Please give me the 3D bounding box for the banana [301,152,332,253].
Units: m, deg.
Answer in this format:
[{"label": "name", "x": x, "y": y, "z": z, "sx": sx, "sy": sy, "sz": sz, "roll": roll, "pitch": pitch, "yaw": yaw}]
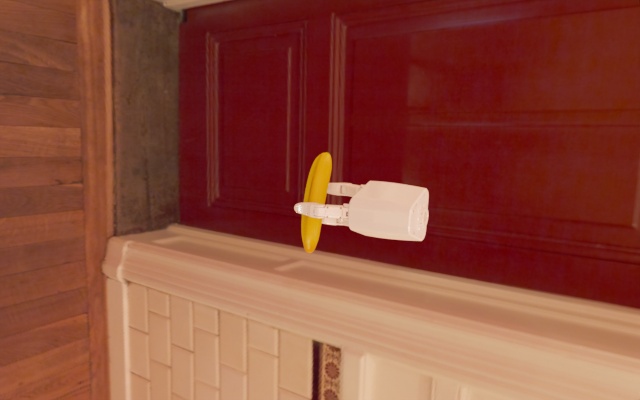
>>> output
[{"label": "banana", "x": -0.005, "y": -0.006, "z": 0.859, "sx": 0.037, "sy": 0.197, "sz": 0.070, "roll": 7, "pitch": -16, "yaw": 20}]
